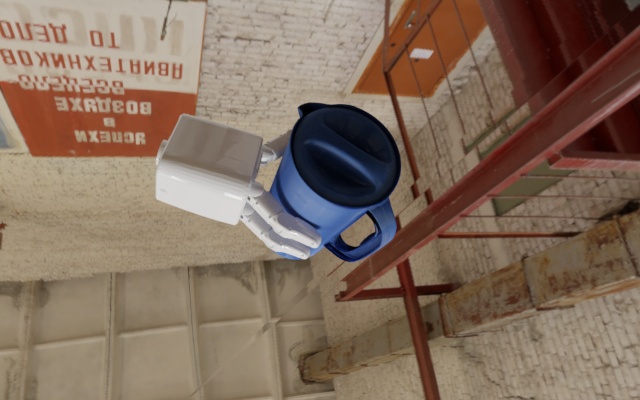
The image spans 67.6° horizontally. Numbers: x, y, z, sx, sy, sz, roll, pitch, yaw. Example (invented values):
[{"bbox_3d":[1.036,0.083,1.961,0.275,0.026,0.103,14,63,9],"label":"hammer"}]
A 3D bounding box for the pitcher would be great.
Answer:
[{"bbox_3d":[0.000,0.002,0.625,0.145,0.149,0.243,16,-28,-12],"label":"pitcher"}]
